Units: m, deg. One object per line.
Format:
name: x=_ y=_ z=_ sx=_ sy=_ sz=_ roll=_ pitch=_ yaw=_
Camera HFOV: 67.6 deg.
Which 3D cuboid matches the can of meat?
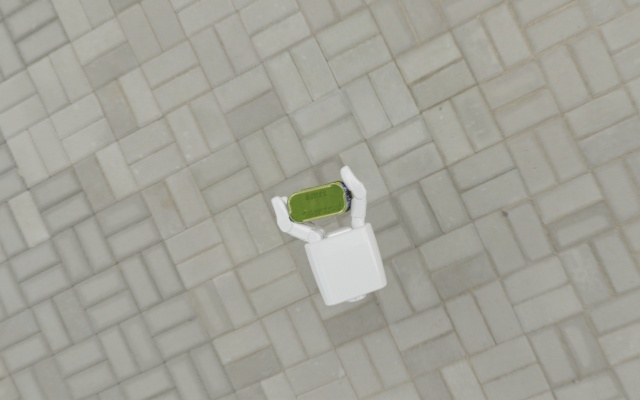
can of meat: x=0.000 y=0.003 z=0.793 sx=0.102 sy=0.057 sz=0.084 roll=-13 pitch=1 yaw=9
